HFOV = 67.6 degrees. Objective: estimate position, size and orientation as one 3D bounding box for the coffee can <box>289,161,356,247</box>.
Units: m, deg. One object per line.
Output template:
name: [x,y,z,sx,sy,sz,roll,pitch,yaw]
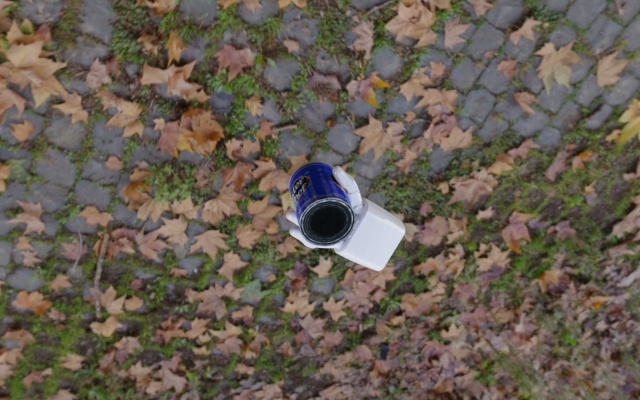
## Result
coffee can: [0.000,0.003,0.884,0.103,0.103,0.140,0,31,-12]
